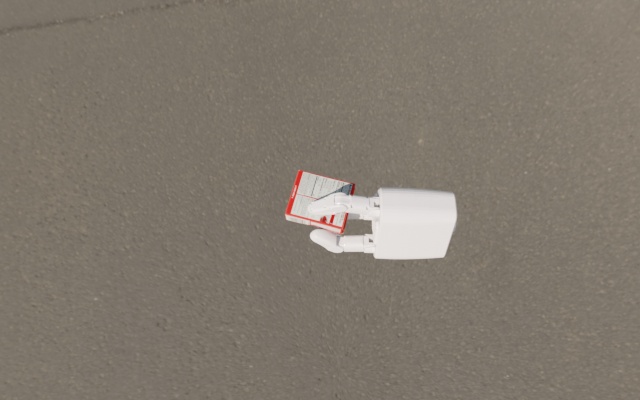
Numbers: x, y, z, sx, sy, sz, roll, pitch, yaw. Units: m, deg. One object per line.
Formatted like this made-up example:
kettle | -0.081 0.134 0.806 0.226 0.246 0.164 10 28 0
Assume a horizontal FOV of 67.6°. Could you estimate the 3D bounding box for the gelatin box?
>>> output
gelatin box | 0.000 0.002 0.702 0.089 0.073 0.030 14 -19 3
